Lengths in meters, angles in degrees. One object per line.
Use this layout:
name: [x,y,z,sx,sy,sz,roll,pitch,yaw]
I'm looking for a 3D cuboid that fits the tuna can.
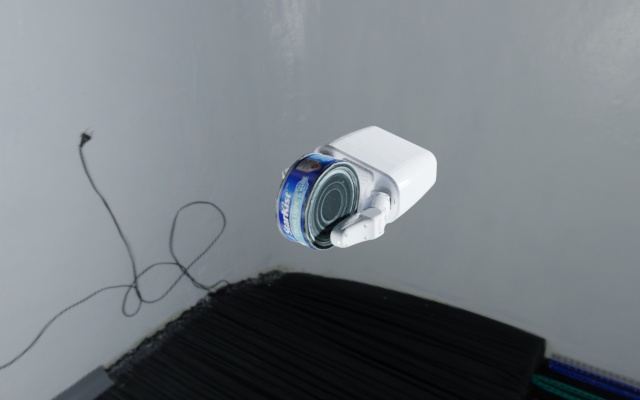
tuna can: [0.000,0.002,0.436,0.033,0.086,0.086,18,11,35]
